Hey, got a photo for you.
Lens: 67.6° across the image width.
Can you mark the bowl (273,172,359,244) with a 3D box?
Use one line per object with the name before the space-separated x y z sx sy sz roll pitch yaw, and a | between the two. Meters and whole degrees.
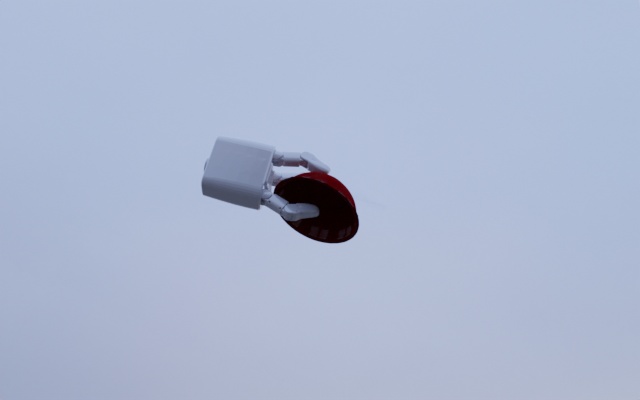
bowl | 0.001 0.003 0.839 0.162 0.162 0.055 0 43 32
